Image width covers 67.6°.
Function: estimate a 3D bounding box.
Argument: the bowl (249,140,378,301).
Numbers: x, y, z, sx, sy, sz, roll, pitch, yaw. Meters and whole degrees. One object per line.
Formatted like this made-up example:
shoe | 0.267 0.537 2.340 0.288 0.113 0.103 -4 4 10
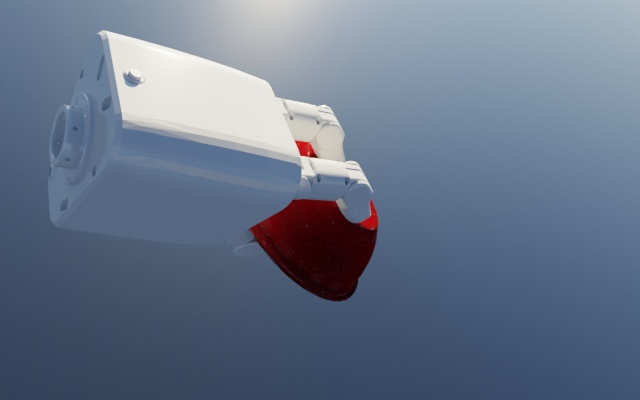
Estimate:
bowl | 0.001 0.001 0.407 0.055 0.162 0.162 -37 -15 21
